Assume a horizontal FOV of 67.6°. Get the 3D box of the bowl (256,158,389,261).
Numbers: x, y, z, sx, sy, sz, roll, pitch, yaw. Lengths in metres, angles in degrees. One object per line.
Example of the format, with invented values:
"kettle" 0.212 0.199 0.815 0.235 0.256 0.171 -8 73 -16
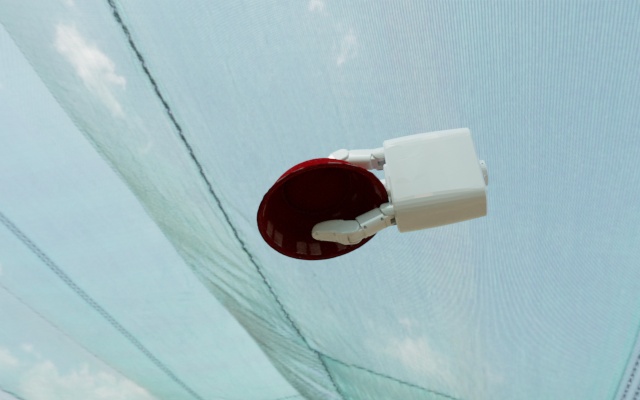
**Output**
"bowl" -0.001 0.002 0.592 0.162 0.162 0.055 0 42 -13
